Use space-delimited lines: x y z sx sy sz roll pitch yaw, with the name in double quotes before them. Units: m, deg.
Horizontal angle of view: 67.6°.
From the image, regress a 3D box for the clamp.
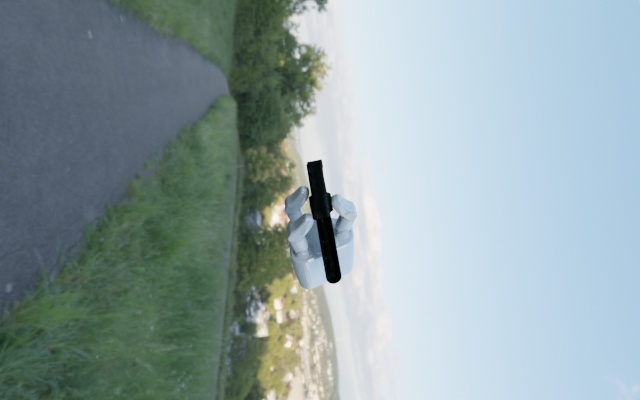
"clamp" 0.001 0.002 0.746 0.036 0.209 0.165 -9 -38 0
